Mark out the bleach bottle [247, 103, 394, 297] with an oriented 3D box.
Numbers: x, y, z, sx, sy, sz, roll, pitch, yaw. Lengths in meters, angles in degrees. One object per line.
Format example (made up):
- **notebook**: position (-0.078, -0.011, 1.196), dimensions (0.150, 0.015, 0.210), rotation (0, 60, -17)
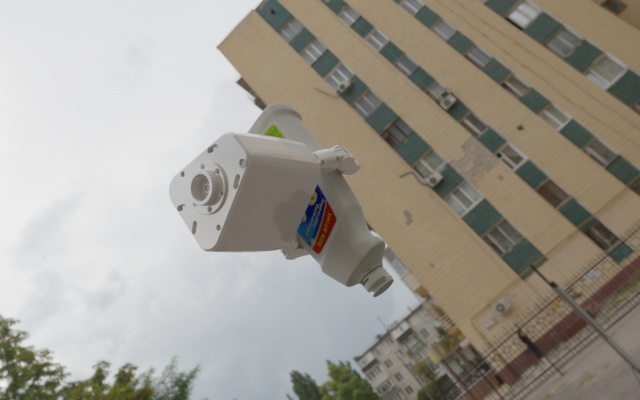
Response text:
- **bleach bottle**: position (0.000, 0.002, 0.562), dimensions (0.250, 0.102, 0.068), rotation (50, 24, 25)
